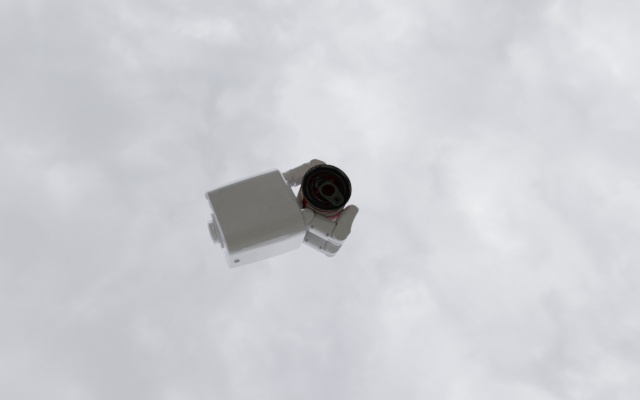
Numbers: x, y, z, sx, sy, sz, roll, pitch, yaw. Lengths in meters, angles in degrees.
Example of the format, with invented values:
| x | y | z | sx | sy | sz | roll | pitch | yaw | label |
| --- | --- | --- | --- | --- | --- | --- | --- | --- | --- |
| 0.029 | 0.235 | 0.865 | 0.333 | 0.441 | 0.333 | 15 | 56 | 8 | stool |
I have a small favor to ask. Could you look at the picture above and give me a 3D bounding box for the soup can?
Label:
| x | y | z | sx | sy | sz | roll | pitch | yaw | label |
| --- | --- | --- | --- | --- | --- | --- | --- | --- | --- |
| 0.000 | 0.002 | 0.670 | 0.068 | 0.068 | 0.102 | 0 | -23 | -10 | soup can |
